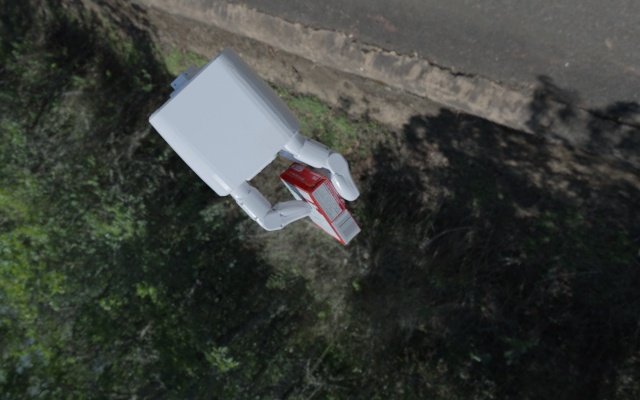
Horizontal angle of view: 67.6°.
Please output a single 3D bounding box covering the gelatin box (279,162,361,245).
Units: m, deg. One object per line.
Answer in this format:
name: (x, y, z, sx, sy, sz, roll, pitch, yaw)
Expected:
gelatin box: (0.000, 0.002, 0.552, 0.030, 0.089, 0.073, -42, 33, -12)
